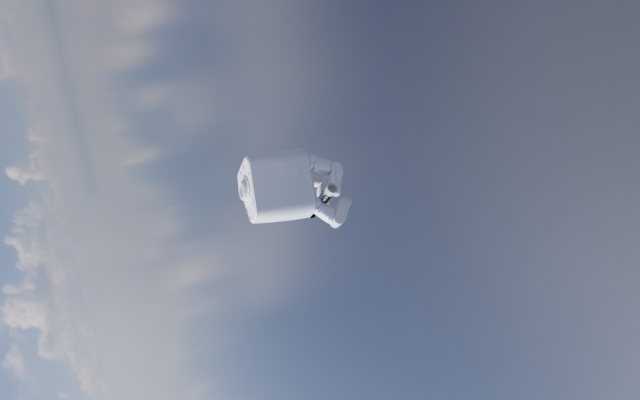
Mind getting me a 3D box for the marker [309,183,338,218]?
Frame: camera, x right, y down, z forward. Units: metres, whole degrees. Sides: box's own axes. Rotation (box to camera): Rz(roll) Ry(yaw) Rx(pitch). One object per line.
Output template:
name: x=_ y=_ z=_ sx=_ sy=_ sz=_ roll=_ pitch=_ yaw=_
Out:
marker: x=0.000 y=0.003 z=0.839 sx=0.020 sy=0.020 sz=0.121 roll=0 pitch=-23 yaw=-21
